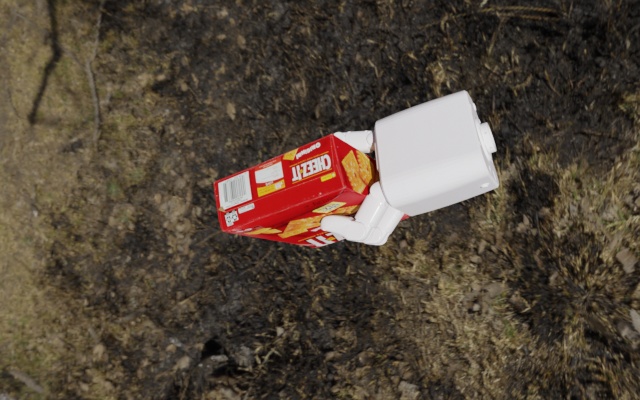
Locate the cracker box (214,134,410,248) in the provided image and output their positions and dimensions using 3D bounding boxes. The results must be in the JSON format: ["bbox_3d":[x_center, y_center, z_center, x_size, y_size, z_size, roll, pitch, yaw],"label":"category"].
[{"bbox_3d":[0.000,0.002,0.603,0.164,0.072,0.214,-19,-19,25],"label":"cracker box"}]
